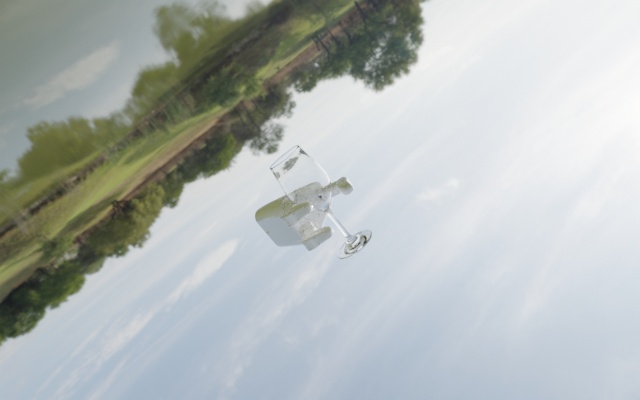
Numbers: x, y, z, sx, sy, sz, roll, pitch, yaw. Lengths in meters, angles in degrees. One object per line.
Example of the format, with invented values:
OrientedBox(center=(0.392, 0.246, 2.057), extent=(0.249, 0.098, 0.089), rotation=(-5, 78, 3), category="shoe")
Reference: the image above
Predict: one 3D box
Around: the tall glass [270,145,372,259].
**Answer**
OrientedBox(center=(0.001, 0.003, 0.816), extent=(0.079, 0.201, 0.079), rotation=(-36, 15, 11), category="tall glass")
